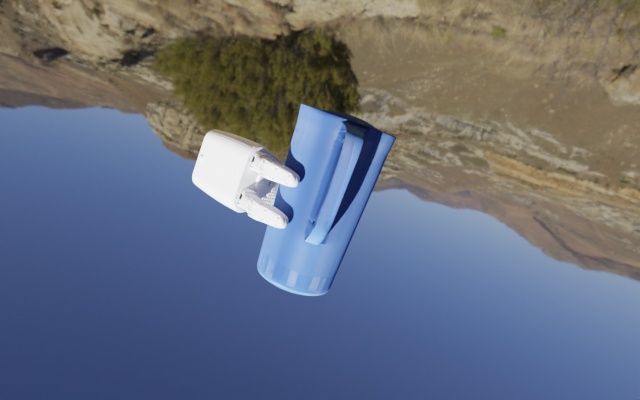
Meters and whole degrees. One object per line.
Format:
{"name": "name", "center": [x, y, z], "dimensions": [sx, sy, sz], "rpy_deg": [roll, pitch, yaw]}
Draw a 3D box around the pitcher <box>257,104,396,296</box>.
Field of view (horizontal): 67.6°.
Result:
{"name": "pitcher", "center": [0.000, 0.002, 0.639], "dimensions": [0.145, 0.243, 0.149], "rpy_deg": [26, 11, 35]}
